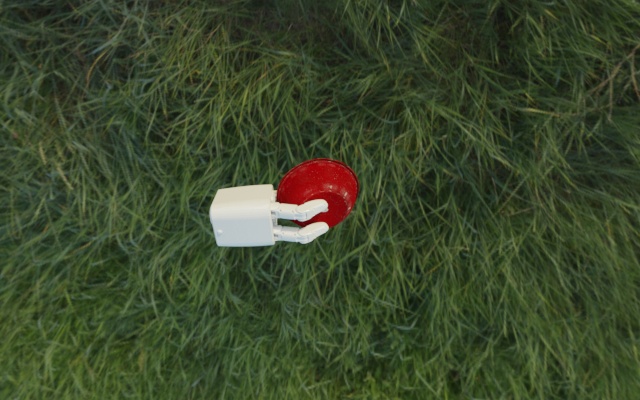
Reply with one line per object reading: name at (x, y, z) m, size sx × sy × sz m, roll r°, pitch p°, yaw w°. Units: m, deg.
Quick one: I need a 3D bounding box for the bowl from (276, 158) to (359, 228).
bowl at (0.001, 0.003, 0.893) m, size 0.162 × 0.162 × 0.055 m, roll 0°, pitch 38°, yaw -14°
